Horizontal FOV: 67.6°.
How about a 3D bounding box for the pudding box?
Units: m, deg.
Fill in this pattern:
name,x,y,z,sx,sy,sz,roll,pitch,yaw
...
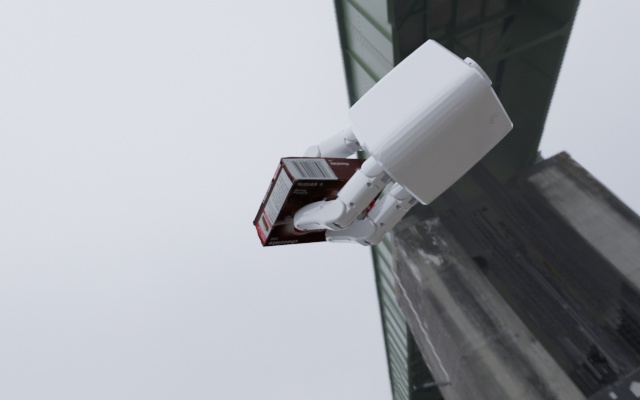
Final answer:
name,x,y,z,sx,sy,sz,roll,pitch,yaw
pudding box,0.000,0.001,0.475,0.113,0.090,0.039,0,43,-33
